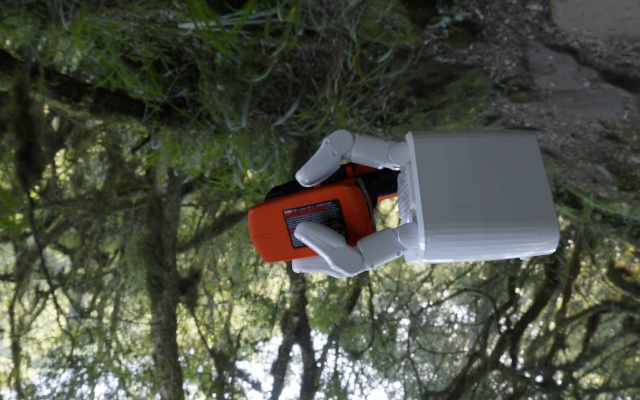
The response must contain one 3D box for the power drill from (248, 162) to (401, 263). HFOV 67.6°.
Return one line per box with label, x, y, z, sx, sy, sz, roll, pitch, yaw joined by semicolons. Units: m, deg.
power drill;0.000;0.002;0.479;0.184;0.057;0.187;-14;10;20
